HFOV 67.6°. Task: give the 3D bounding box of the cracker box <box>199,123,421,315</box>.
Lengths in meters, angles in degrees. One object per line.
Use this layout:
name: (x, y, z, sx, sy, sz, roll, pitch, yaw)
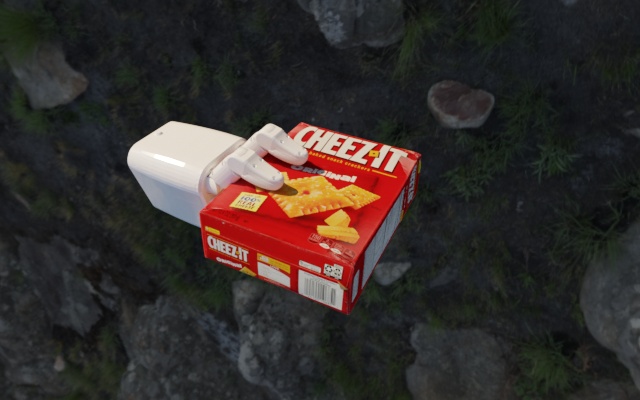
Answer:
cracker box: (0.000, 0.002, 0.522, 0.164, 0.072, 0.213, 18, 40, 19)
